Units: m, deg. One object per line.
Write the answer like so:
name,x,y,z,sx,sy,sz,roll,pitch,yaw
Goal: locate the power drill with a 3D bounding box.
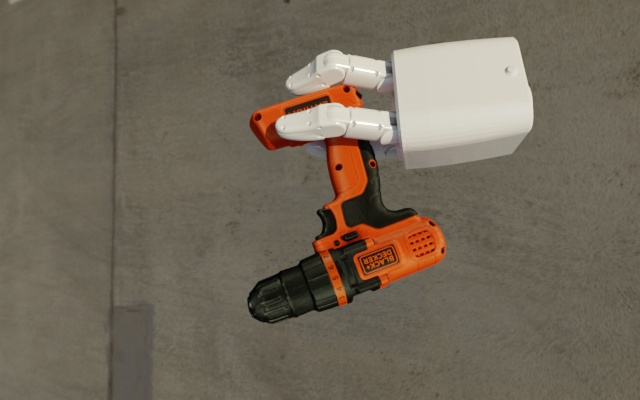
power drill,0.000,0.001,0.436,0.184,0.187,0.057,-19,-6,-9
